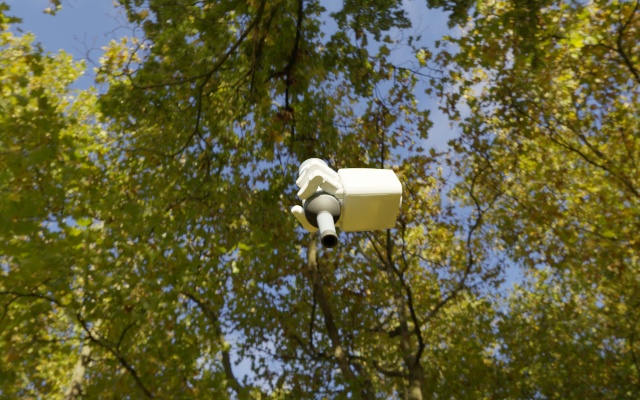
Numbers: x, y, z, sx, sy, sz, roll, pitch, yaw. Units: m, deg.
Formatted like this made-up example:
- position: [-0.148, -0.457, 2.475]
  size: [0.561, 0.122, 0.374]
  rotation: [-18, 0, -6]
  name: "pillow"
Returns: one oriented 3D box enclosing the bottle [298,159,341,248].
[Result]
- position: [0.000, 0.003, 0.892]
  size: [0.069, 0.069, 0.295]
  rotation: [0, 25, -6]
  name: "bottle"
